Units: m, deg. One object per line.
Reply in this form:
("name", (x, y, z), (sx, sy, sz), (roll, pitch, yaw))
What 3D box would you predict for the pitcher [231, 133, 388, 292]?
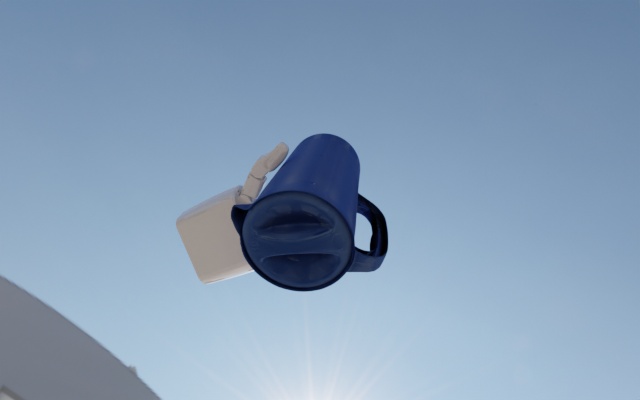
("pitcher", (0.000, 0.002, 0.634), (0.145, 0.149, 0.242), (-23, 21, 20))
